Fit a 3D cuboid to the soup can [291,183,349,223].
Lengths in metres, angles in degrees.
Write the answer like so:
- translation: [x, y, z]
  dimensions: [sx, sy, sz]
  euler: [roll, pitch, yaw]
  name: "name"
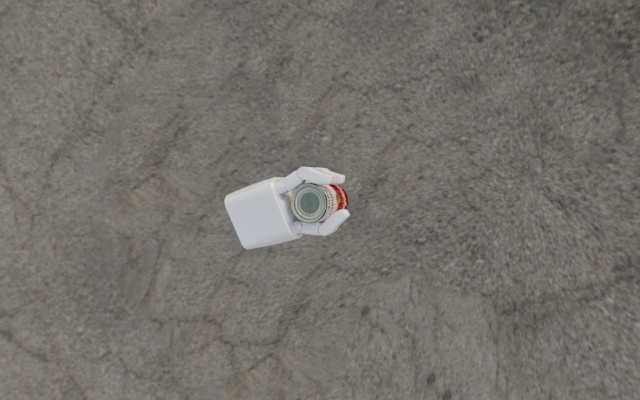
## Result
- translation: [0.000, 0.003, 0.825]
  dimensions: [0.068, 0.068, 0.102]
  euler: [0, 2, 24]
  name: "soup can"
